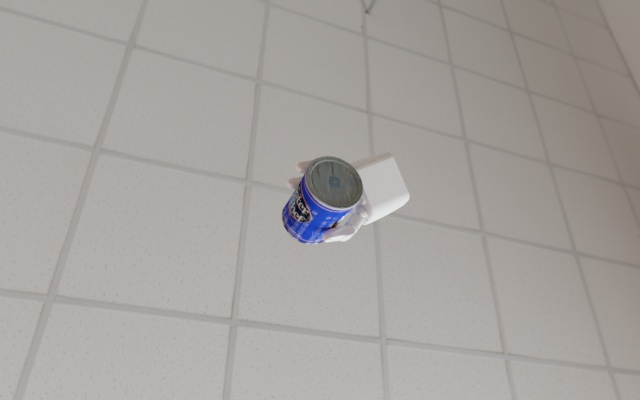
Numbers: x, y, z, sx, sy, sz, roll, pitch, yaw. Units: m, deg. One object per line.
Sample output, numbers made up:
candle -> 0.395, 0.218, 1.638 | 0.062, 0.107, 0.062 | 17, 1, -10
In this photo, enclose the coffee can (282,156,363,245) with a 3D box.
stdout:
coffee can -> 0.000, 0.003, 0.844 | 0.103, 0.102, 0.140 | 0, -29, -24
